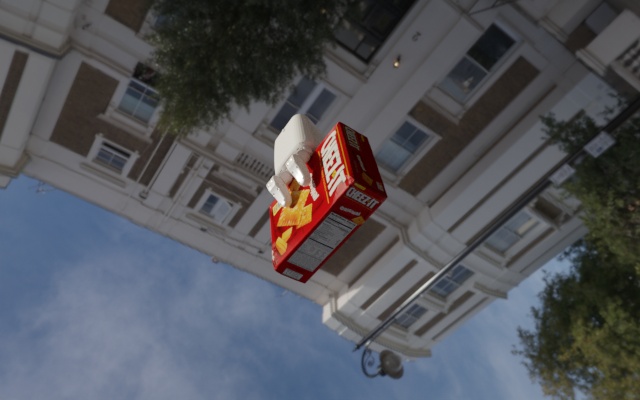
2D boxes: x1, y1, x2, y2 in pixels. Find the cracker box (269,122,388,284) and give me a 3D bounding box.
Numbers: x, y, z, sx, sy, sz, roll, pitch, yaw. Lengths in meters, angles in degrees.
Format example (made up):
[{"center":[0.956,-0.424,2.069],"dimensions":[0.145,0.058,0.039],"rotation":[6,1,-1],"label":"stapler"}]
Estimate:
[{"center":[0.000,0.003,0.774],"dimensions":[0.072,0.214,0.164],"rotation":[25,32,-26],"label":"cracker box"}]
